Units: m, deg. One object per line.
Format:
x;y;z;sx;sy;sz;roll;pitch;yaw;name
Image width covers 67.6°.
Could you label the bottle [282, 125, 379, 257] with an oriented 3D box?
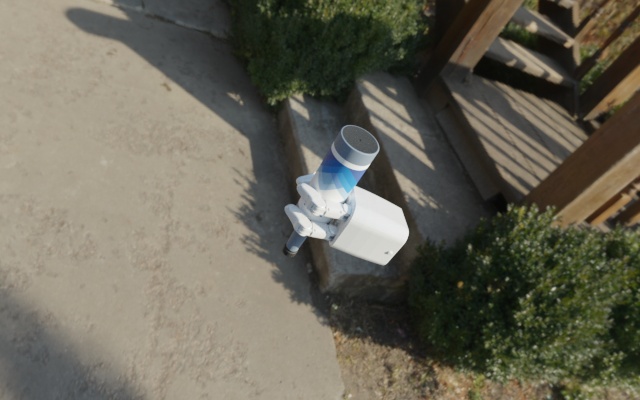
0.000;0.002;0.822;0.069;0.069;0.296;0;-40;-33;bottle
